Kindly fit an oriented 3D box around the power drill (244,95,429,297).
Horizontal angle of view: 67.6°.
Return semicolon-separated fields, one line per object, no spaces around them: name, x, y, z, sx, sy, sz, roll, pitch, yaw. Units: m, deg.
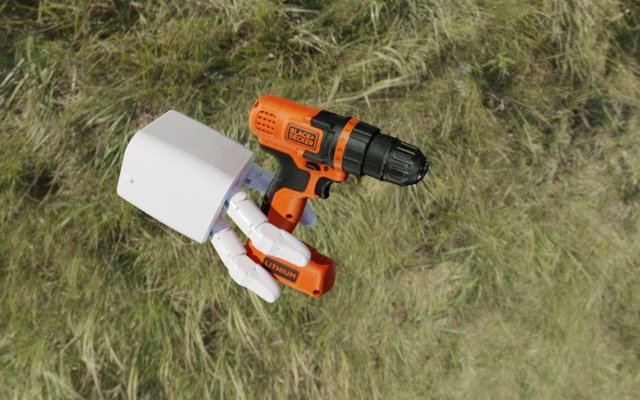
power drill;0.000;0.002;0.492;0.184;0.188;0.057;23;23;18
